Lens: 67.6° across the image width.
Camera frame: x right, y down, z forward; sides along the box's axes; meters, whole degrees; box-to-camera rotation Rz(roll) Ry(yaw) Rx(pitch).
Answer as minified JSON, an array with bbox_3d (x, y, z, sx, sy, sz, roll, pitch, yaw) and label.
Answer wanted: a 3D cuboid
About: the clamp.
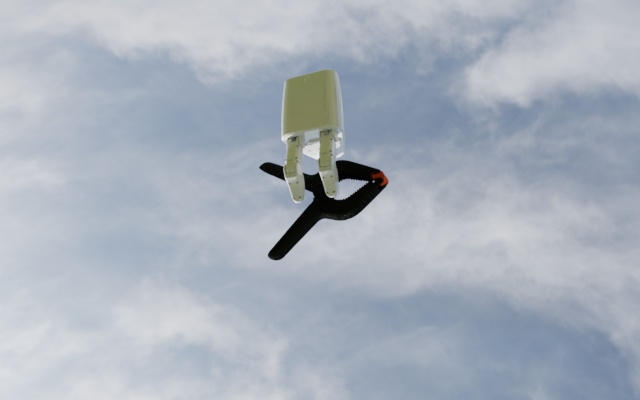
[{"bbox_3d":[0.001,0.002,0.728,0.210,0.164,0.036,-9,-19,20],"label":"clamp"}]
